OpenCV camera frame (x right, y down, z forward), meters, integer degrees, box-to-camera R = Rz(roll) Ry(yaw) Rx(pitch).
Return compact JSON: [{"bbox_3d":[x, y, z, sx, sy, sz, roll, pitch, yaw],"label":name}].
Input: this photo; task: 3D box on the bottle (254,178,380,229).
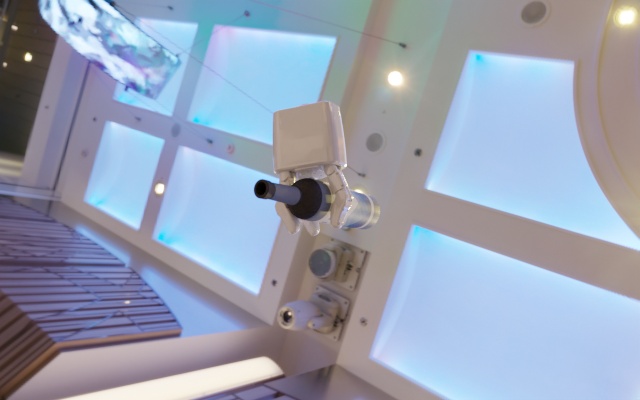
[{"bbox_3d":[0.000,0.003,0.776,0.069,0.069,0.296,0,-7,34],"label":"bottle"}]
